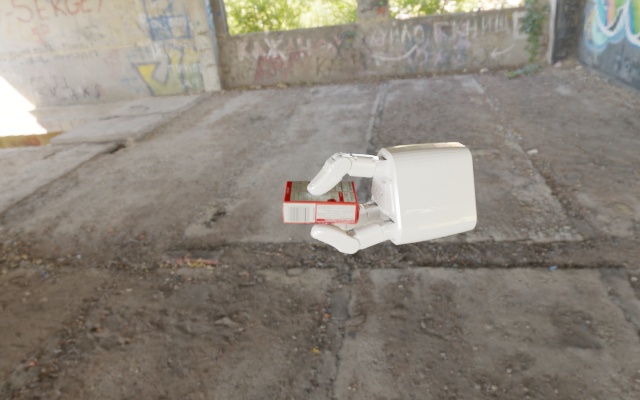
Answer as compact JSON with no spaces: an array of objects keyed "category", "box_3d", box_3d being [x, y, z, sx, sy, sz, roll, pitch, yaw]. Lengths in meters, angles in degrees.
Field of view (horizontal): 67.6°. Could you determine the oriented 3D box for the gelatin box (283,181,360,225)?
[{"category":"gelatin box","box_3d":[0.000,0.001,0.581,0.089,0.030,0.073,1,22,-2]}]
